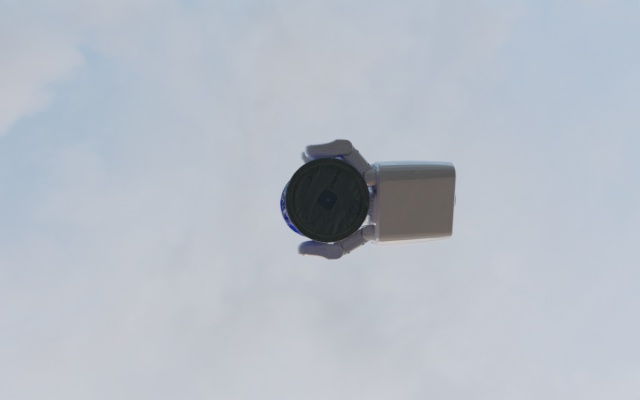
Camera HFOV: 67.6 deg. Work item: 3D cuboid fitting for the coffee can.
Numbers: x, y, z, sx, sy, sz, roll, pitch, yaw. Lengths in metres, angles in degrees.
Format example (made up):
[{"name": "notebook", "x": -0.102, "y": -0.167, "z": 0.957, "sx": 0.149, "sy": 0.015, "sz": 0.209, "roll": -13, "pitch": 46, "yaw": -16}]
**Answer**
[{"name": "coffee can", "x": 0.000, "y": 0.002, "z": 0.636, "sx": 0.103, "sy": 0.103, "sz": 0.140, "roll": 0, "pitch": -2, "yaw": -7}]
